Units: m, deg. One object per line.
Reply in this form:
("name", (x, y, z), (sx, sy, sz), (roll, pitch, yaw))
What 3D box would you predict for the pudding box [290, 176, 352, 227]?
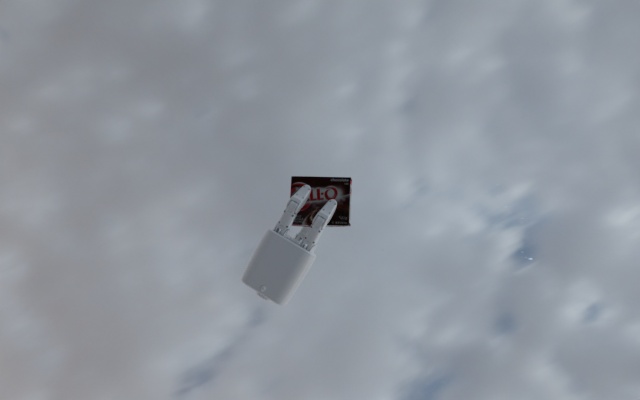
("pudding box", (0.000, 0.003, 0.874), (0.113, 0.090, 0.039), (1, -9, 6))
